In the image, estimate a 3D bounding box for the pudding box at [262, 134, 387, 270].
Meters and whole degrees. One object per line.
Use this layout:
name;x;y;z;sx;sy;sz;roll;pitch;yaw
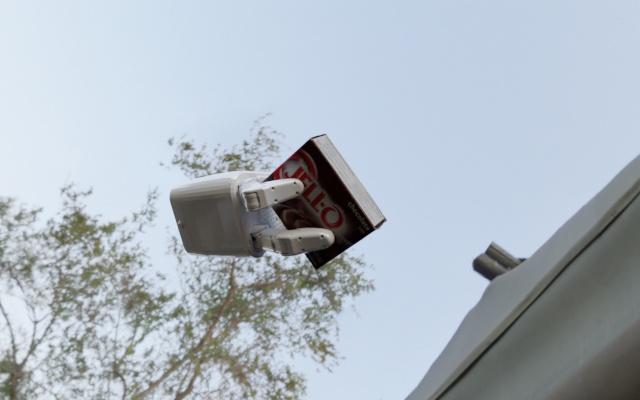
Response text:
pudding box;0.000;0.002;0.496;0.090;0.113;0.039;-39;-3;34
